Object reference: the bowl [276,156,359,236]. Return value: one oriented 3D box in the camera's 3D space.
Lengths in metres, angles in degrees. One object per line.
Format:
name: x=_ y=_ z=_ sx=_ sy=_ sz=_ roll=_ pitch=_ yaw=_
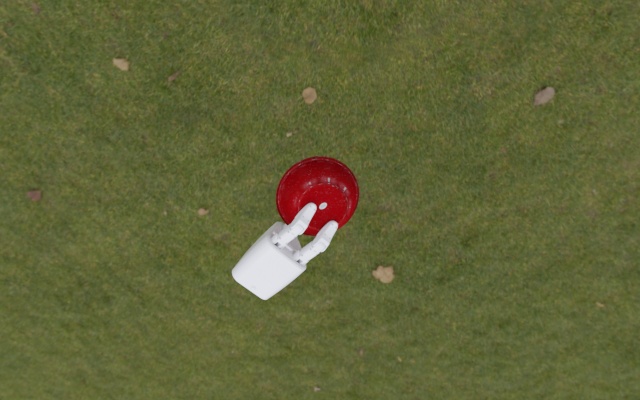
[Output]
bowl: x=0.001 y=0.002 z=0.881 sx=0.162 sy=0.162 sz=0.055 roll=0 pitch=21 yaw=-11
